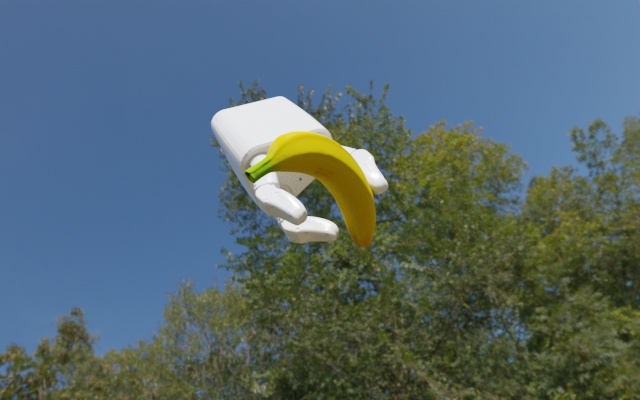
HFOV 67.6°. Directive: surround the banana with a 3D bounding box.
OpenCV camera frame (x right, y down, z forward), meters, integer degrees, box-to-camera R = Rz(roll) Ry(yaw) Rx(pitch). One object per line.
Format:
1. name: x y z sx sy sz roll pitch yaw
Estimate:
1. banana: 0.010 -0.014 0.451 0.198 0.069 0.037 33 7 -48
